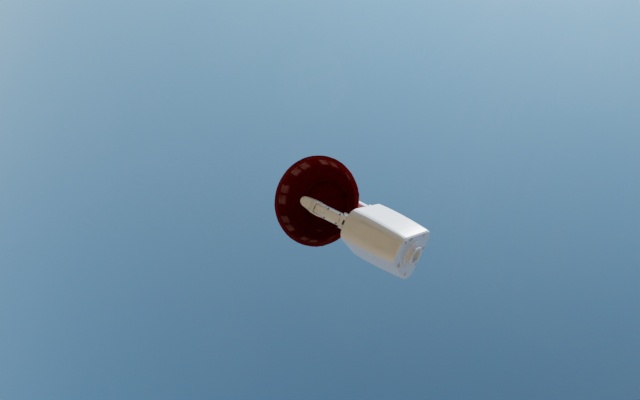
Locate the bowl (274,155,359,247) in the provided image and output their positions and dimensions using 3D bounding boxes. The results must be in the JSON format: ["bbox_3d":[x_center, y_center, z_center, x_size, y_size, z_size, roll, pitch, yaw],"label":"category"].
[{"bbox_3d":[-0.001,0.002,0.862,0.162,0.162,0.055,0,-6,22],"label":"bowl"}]
